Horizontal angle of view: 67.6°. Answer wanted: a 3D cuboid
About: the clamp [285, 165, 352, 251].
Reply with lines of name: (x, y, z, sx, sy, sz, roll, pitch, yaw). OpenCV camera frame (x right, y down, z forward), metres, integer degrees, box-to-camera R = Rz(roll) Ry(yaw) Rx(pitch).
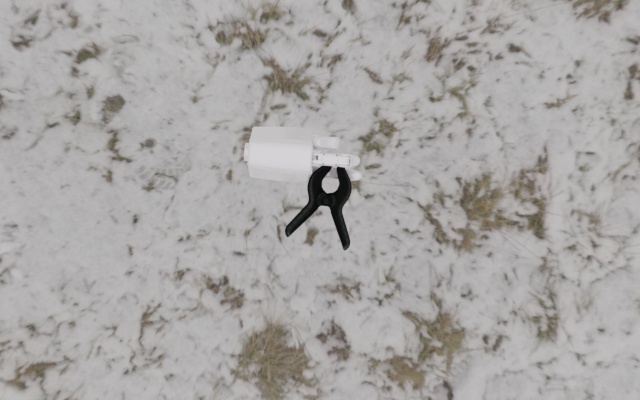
clamp: (0.000, 0.003, 0.858, 0.120, 0.171, 0.039, 4, 7, -6)
